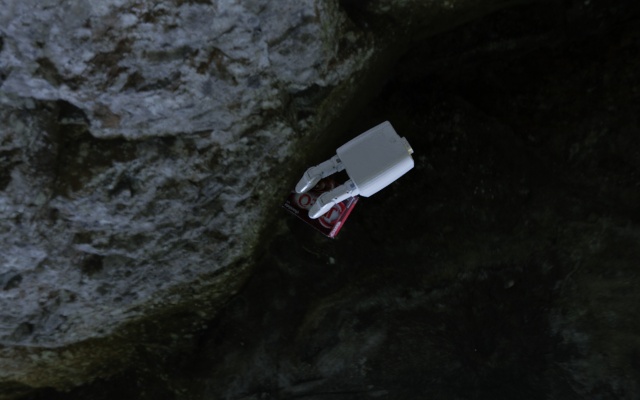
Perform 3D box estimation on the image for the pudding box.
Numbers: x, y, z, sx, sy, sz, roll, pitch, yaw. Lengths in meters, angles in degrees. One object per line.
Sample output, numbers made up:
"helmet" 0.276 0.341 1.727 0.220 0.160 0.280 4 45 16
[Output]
"pudding box" 0.000 0.003 0.875 0.113 0.090 0.039 32 0 26
